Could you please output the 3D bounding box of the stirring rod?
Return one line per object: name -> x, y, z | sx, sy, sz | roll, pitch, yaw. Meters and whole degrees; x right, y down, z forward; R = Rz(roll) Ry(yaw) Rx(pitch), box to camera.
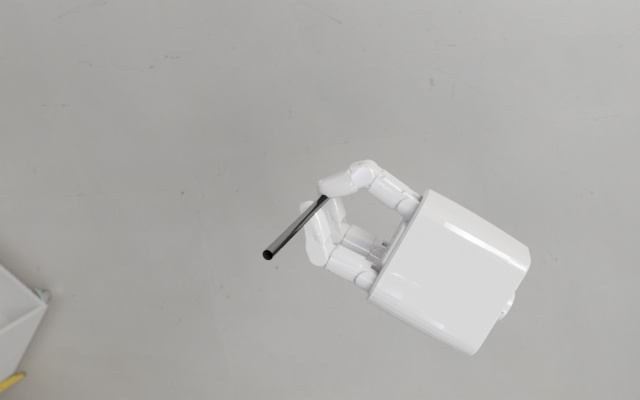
stirring rod -> 0.000, 0.001, 0.438 | 0.011, 0.011, 0.239 | 0, 18, 19
